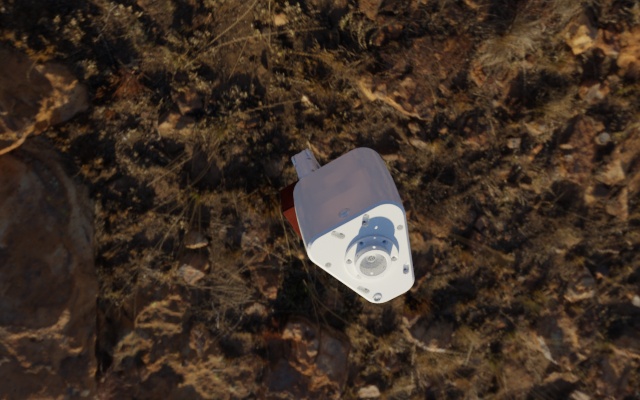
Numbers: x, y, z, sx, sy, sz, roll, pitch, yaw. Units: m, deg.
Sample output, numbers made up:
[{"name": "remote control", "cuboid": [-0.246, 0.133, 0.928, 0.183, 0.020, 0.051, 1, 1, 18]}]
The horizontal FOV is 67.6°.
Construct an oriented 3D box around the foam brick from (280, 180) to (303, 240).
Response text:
[{"name": "foam brick", "cuboid": [0.000, 0.002, 0.541, 0.078, 0.053, 0.051, -29, 30, 9]}]
